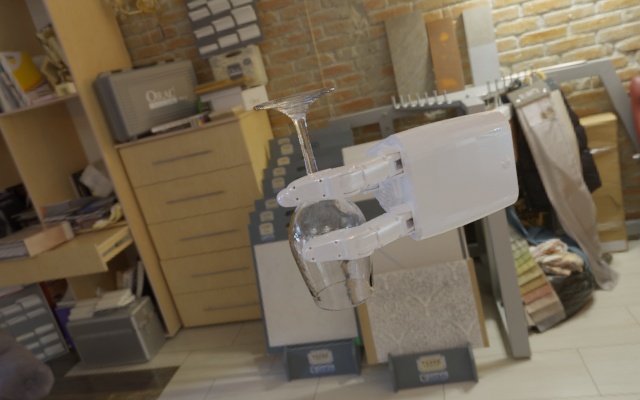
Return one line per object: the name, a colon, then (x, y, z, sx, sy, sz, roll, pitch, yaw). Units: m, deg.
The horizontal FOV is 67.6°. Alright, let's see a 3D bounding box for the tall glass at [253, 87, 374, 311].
tall glass: (0.000, 0.001, 0.449, 0.079, 0.201, 0.079, -13, 16, 4)
